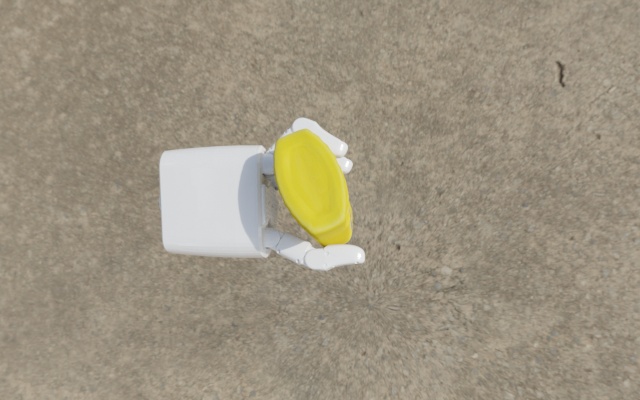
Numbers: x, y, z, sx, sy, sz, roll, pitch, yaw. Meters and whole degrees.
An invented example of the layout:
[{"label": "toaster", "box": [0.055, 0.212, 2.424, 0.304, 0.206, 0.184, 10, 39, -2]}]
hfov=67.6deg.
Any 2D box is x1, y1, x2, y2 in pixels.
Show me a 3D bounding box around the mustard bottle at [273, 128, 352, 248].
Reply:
[{"label": "mustard bottle", "box": [0.000, 0.001, 0.497, 0.058, 0.096, 0.192, -24, -14, 0]}]
